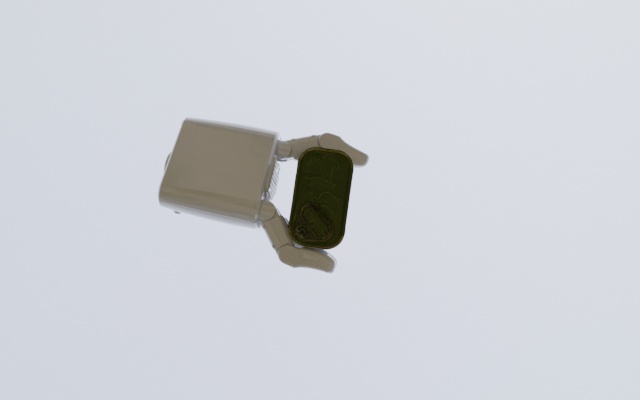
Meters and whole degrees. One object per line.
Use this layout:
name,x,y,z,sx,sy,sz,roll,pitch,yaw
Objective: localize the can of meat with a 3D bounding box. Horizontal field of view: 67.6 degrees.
can of meat,0.000,0.002,0.518,0.057,0.102,0.084,8,-6,0
